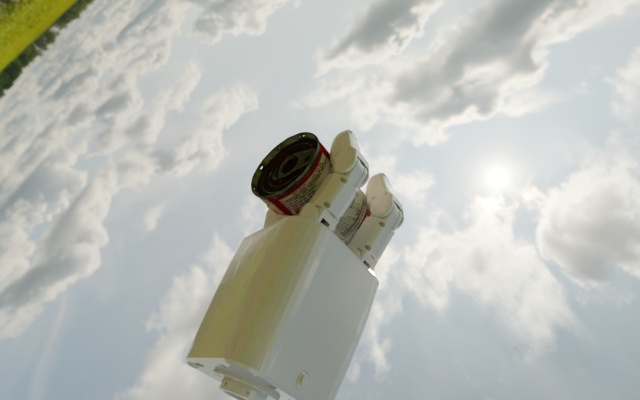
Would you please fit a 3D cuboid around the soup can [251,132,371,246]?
[{"bbox_3d":[0.000,0.001,0.405,0.068,0.068,0.102,0,-37,47],"label":"soup can"}]
